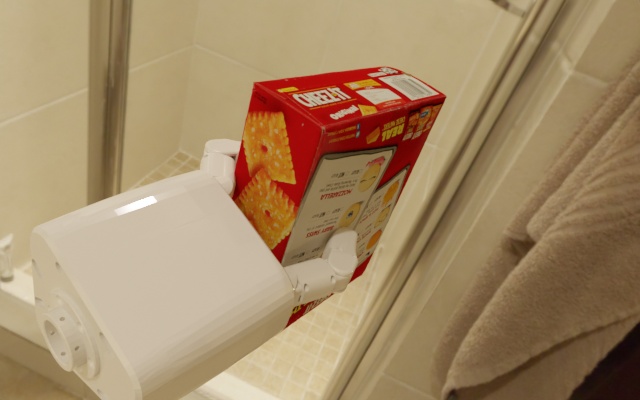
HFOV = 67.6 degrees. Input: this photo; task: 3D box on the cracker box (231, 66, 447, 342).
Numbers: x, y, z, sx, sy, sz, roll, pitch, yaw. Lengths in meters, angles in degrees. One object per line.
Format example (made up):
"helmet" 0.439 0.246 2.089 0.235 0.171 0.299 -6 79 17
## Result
"cracker box" 0.000 0.001 0.402 0.072 0.214 0.164 38 38 24
